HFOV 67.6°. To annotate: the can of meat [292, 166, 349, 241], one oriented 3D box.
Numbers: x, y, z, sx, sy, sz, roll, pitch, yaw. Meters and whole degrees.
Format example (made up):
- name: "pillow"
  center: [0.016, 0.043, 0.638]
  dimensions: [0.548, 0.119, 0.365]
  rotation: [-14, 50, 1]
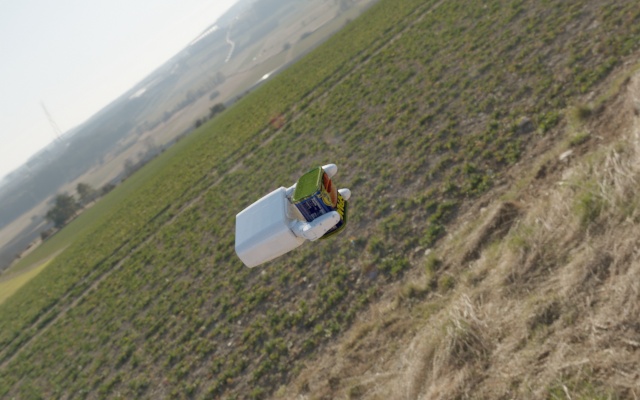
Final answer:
- name: "can of meat"
  center: [0.000, 0.002, 0.789]
  dimensions: [0.057, 0.084, 0.102]
  rotation: [-27, 24, 19]
